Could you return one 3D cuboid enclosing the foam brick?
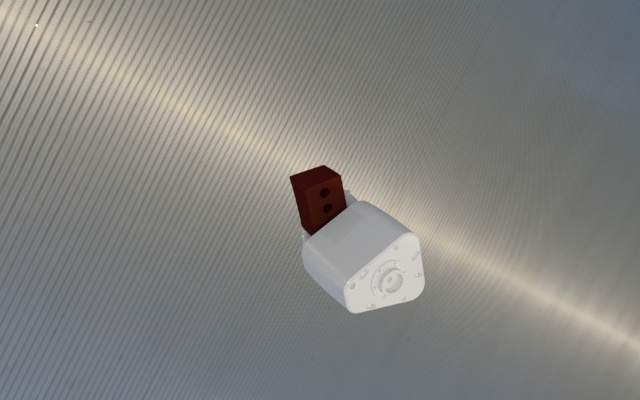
[{"bbox_3d":[0.000,0.002,0.615,0.053,0.078,0.051,-22,28,-17],"label":"foam brick"}]
